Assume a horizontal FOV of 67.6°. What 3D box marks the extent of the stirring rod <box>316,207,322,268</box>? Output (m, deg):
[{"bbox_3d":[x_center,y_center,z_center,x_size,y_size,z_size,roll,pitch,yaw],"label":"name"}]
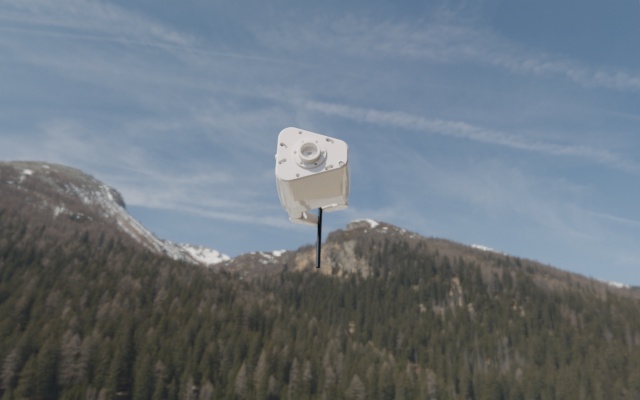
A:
[{"bbox_3d":[0.000,0.003,0.848,0.011,0.239,0.011,2,-25,1],"label":"stirring rod"}]
